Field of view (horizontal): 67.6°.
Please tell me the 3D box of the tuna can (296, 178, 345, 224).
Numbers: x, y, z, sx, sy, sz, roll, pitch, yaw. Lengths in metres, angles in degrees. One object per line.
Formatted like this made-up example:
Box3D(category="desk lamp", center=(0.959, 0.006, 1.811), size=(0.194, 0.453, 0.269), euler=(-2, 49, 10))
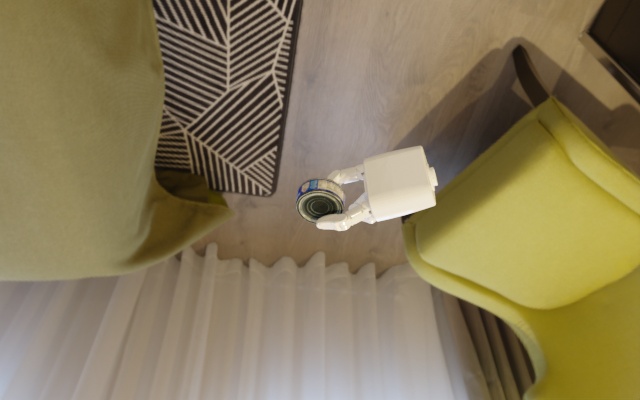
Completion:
Box3D(category="tuna can", center=(0.000, 0.003, 0.837), size=(0.086, 0.086, 0.033), euler=(0, 44, 7))
